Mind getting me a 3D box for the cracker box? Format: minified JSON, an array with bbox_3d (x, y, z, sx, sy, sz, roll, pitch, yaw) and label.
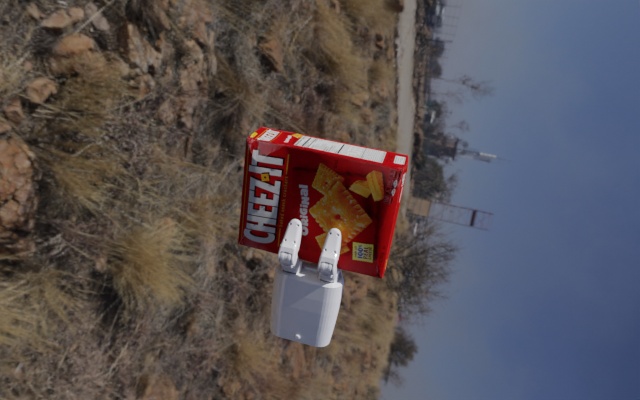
[{"bbox_3d":[0.000,0.002,0.661,0.213,0.164,0.072,12,22,9],"label":"cracker box"}]
